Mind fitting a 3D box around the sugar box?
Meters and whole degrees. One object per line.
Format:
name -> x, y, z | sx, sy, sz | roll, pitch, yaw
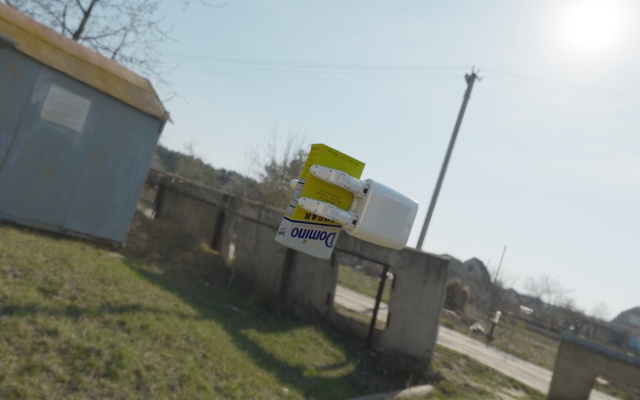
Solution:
sugar box -> 0.001, 0.003, 0.792 | 0.093, 0.176, 0.048 | 21, -4, -25
